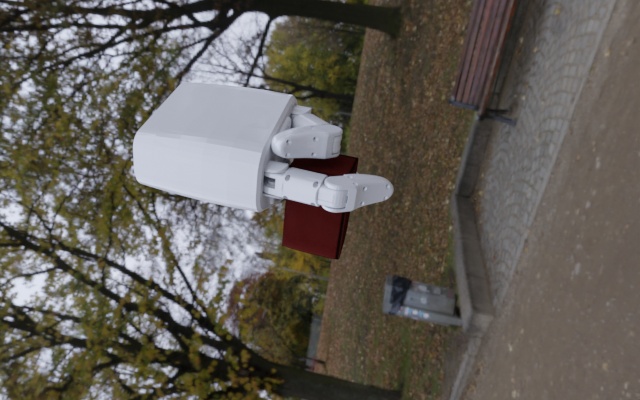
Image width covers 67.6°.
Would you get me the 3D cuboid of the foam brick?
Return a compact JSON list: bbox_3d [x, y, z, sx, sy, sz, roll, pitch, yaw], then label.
[{"bbox_3d":[0.000,0.002,0.414,0.051,0.078,0.053,11,25,7],"label":"foam brick"}]
